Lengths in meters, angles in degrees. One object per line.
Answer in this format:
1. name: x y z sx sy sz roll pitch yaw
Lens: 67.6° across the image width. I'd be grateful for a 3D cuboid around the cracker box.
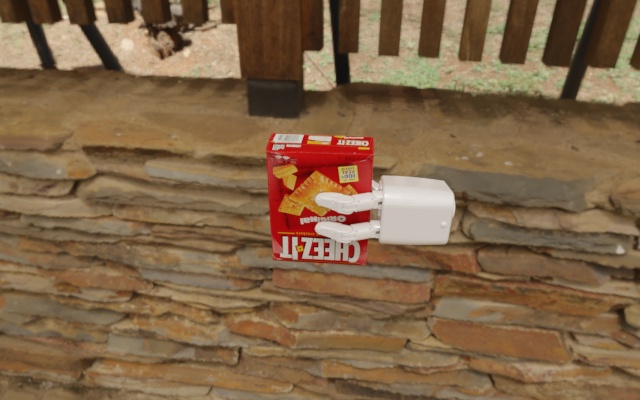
1. cracker box: 0.000 0.002 0.777 0.164 0.214 0.072 3 32 4
